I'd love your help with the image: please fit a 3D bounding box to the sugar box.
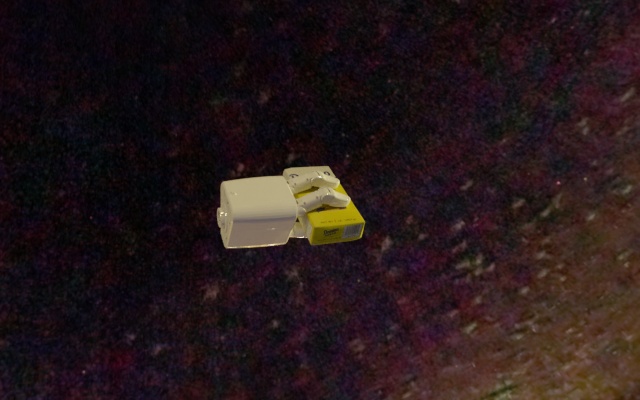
[{"bbox_3d":[0.000,0.002,0.841,0.093,0.048,0.176,-5,40,-22],"label":"sugar box"}]
